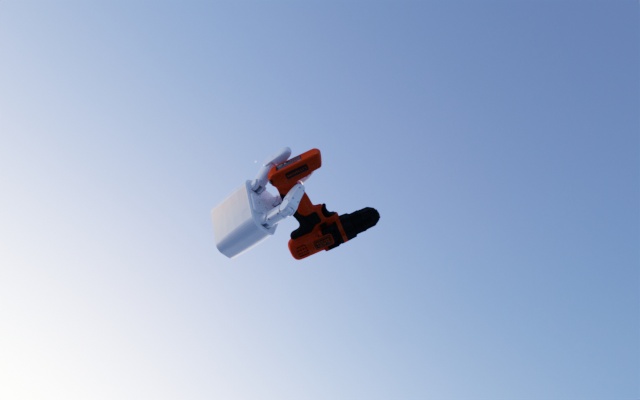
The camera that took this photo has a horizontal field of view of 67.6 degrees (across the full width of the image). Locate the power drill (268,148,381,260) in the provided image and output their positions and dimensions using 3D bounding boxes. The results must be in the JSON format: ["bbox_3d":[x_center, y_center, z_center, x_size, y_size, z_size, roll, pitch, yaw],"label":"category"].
[{"bbox_3d":[0.000,0.003,0.882,0.184,0.188,0.057,-25,18,0],"label":"power drill"}]
